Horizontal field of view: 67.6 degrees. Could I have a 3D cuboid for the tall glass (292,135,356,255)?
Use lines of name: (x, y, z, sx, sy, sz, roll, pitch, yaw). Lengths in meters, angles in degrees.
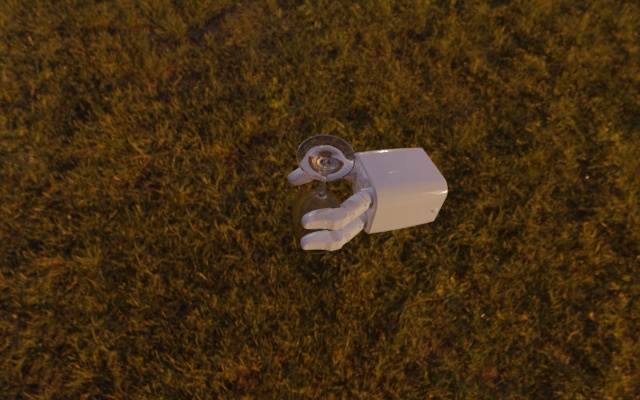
tall glass: (0.000, 0.002, 0.673, 0.079, 0.079, 0.201, 0, -35, -5)
